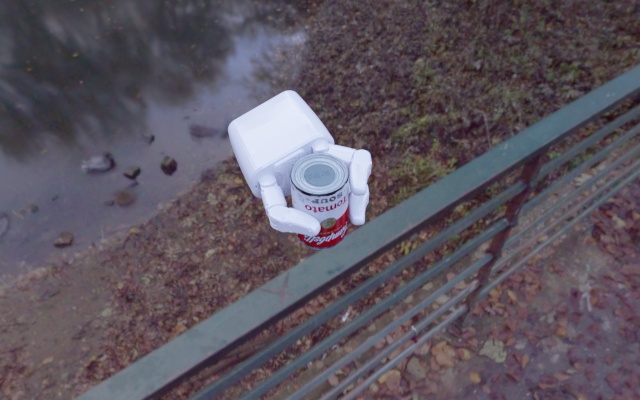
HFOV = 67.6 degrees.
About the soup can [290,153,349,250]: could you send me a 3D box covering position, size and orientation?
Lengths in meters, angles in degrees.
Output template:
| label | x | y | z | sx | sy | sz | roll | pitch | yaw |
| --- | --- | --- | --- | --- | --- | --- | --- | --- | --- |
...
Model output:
| label | x | y | z | sx | sy | sz | roll | pitch | yaw |
| --- | --- | --- | --- | --- | --- | --- | --- | --- | --- |
| soup can | 0.000 | 0.002 | 0.567 | 0.068 | 0.068 | 0.102 | 0 | -41 | 1 |
